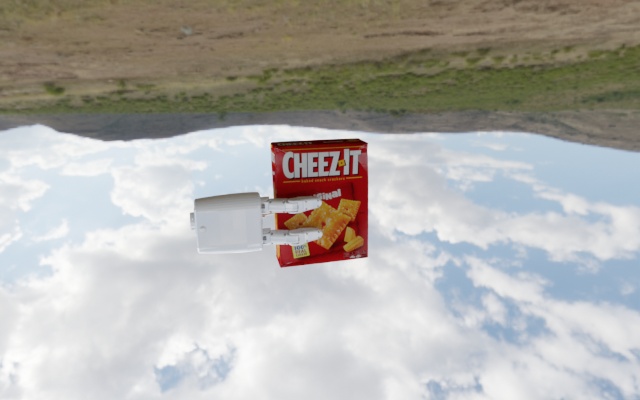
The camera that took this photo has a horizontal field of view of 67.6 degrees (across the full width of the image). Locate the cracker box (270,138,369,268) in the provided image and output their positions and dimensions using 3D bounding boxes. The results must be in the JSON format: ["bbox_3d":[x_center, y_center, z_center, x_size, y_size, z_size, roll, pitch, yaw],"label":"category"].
[{"bbox_3d":[0.000,0.003,0.843,0.164,0.214,0.072,-4,15,-11],"label":"cracker box"}]
